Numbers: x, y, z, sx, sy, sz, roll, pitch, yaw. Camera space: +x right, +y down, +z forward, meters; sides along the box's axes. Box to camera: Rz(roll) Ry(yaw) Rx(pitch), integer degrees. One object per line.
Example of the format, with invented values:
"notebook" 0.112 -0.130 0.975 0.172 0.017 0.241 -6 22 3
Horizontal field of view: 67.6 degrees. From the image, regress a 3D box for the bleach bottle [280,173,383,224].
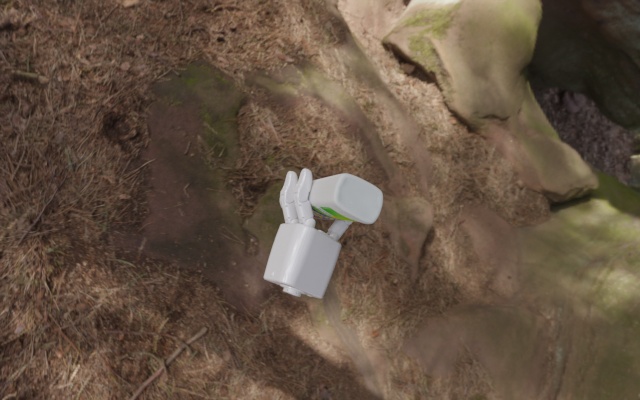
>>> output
"bleach bottle" 0.000 0.003 0.893 0.102 0.068 0.251 26 -16 -27
